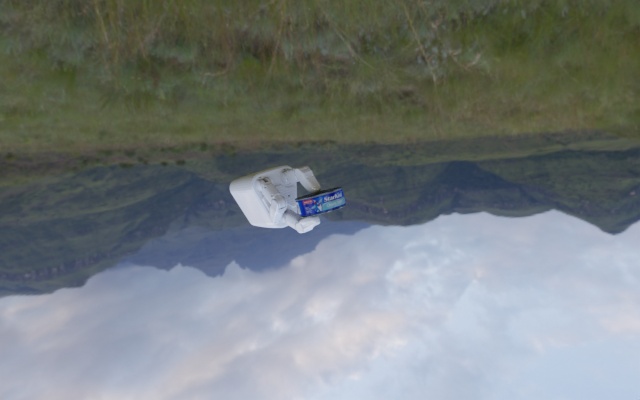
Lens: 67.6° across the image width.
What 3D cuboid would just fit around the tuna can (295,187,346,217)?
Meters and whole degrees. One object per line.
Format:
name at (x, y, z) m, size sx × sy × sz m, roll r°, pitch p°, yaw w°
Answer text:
tuna can at (0.000, 0.003, 0.836) m, size 0.086 × 0.034 × 0.086 m, roll -14°, pitch 4°, yaw 1°
